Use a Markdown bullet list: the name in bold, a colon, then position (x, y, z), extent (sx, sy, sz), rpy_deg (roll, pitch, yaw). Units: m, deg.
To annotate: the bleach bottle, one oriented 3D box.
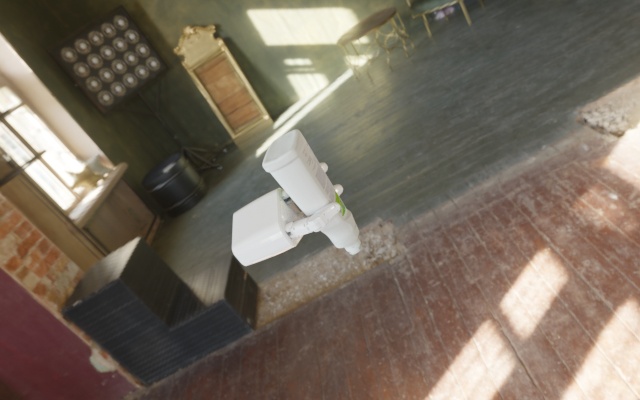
- **bleach bottle**: position (0.000, 0.003, 0.833), extent (0.068, 0.251, 0.102), rpy_deg (-25, 27, 20)
